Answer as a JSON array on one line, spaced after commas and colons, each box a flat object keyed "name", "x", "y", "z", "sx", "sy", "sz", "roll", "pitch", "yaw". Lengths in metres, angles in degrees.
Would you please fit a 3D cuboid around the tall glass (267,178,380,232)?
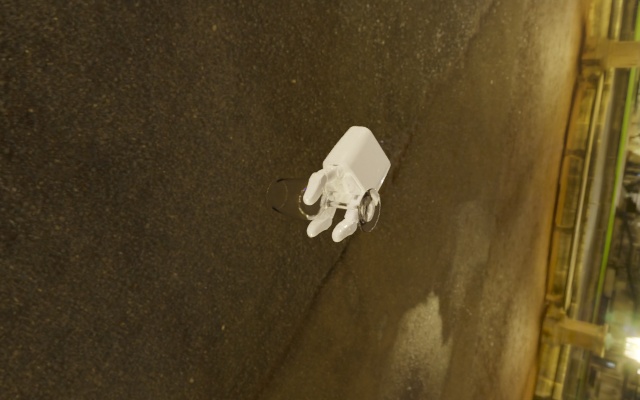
[{"name": "tall glass", "x": 0.001, "y": 0.003, "z": 0.845, "sx": 0.201, "sy": 0.079, "sz": 0.079, "roll": 9, "pitch": 5, "yaw": 33}]
